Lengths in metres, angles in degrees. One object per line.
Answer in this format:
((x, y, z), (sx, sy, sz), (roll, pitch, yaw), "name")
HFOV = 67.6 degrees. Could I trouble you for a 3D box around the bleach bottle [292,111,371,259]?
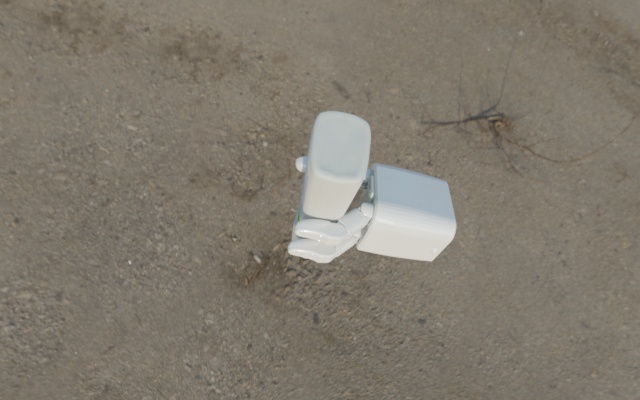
((0.000, 0.002, 0.629), (0.068, 0.102, 0.251), (11, -32, -5), "bleach bottle")
